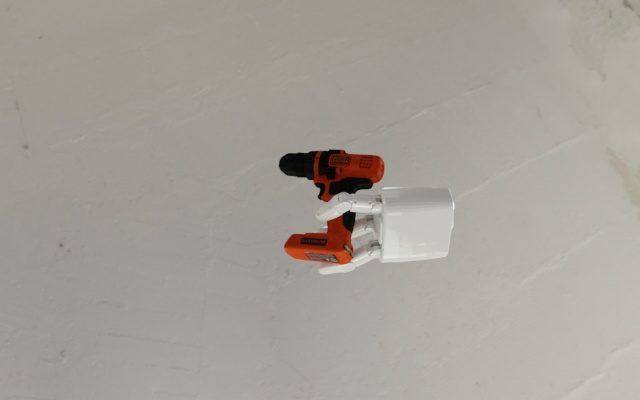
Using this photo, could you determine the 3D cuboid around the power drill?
[{"bbox_3d":[0.000,0.003,0.769,0.184,0.187,0.057,4,-24,22],"label":"power drill"}]
